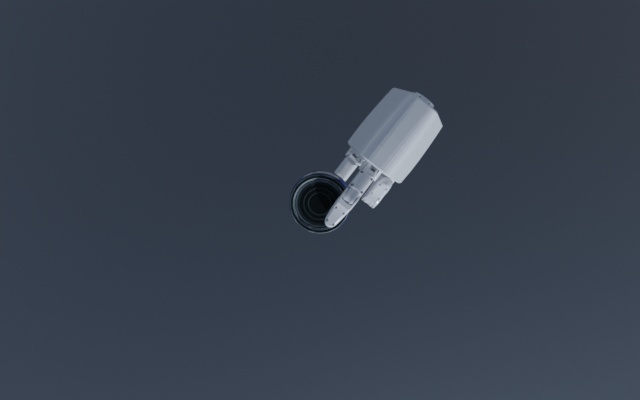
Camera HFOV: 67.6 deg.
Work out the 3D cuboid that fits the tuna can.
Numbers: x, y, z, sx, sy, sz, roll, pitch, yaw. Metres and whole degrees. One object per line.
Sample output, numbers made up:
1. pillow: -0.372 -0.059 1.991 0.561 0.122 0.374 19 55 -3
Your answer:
1. tuna can: 0.000 0.002 0.666 0.086 0.086 0.033 0 11 5
